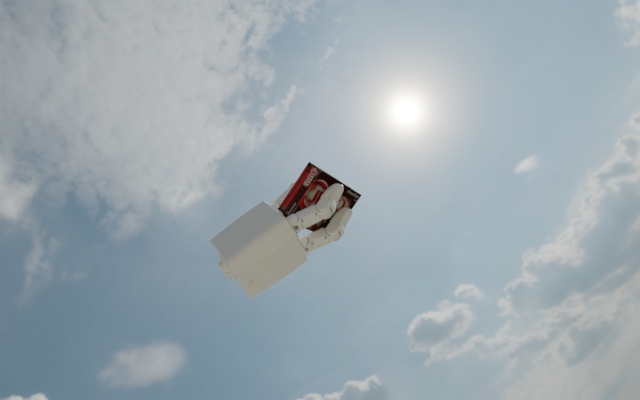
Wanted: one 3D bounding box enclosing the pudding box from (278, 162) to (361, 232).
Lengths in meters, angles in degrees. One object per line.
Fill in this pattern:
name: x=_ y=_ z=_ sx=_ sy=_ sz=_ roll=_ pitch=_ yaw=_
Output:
pudding box: x=0.000 y=0.002 z=0.746 sx=0.039 sy=0.090 sz=0.113 roll=40 pitch=8 yaw=40
